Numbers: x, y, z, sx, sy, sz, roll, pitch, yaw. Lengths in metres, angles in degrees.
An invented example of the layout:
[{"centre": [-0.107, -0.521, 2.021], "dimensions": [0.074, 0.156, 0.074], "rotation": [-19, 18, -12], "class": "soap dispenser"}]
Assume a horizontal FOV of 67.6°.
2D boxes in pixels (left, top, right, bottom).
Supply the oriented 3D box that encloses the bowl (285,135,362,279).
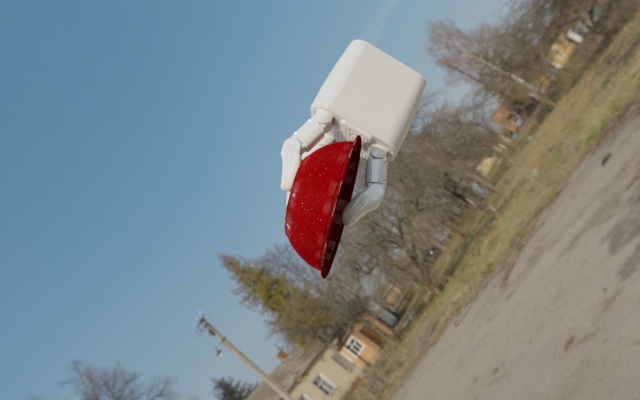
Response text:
[{"centre": [-0.001, 0.003, 0.527], "dimensions": [0.055, 0.162, 0.162], "rotation": [14, 2, 8], "class": "bowl"}]
